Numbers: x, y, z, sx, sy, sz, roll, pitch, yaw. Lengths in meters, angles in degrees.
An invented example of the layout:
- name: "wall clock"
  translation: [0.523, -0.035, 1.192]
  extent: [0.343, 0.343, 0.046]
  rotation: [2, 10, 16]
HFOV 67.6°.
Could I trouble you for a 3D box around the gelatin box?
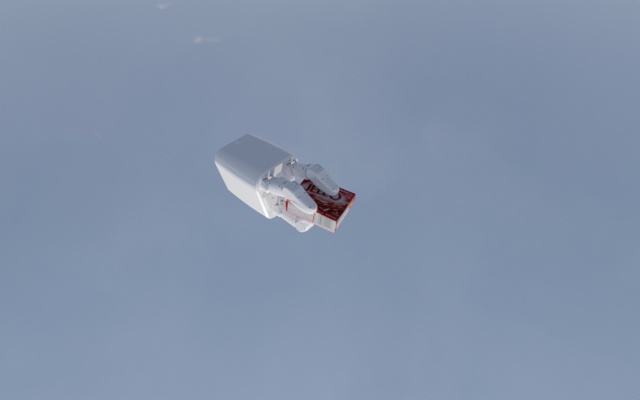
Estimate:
- name: "gelatin box"
  translation: [0.000, 0.003, 0.754]
  extent: [0.089, 0.030, 0.073]
  rotation: [24, 45, 15]
